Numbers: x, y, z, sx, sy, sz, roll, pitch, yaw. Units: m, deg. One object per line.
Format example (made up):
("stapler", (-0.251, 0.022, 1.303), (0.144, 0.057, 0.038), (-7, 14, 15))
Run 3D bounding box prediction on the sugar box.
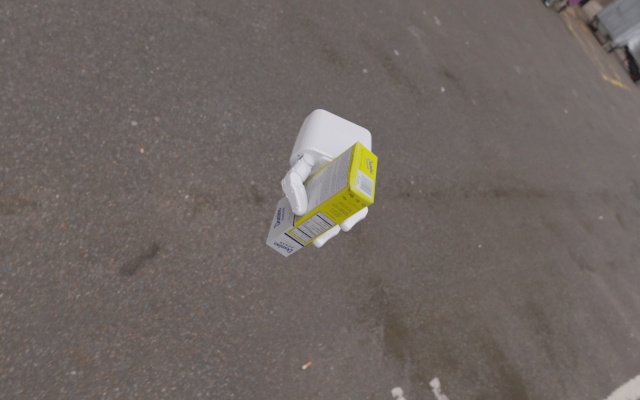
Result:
("sugar box", (0.001, 0.002, 0.666), (0.048, 0.093, 0.176), (35, -48, -21))
